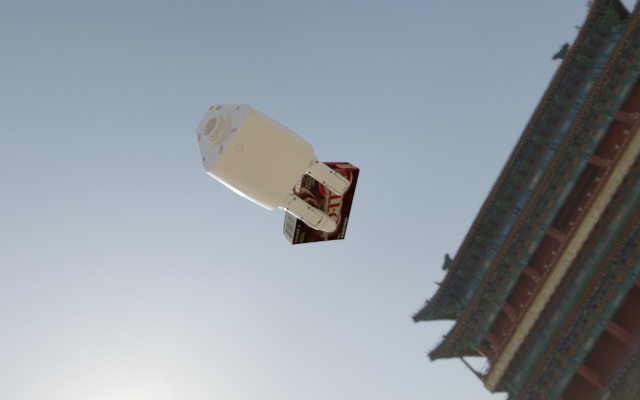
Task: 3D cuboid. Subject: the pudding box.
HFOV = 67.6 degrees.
[{"bbox_3d":[0.000,0.002,0.667,0.090,0.113,0.039,-3,27,-32],"label":"pudding box"}]
